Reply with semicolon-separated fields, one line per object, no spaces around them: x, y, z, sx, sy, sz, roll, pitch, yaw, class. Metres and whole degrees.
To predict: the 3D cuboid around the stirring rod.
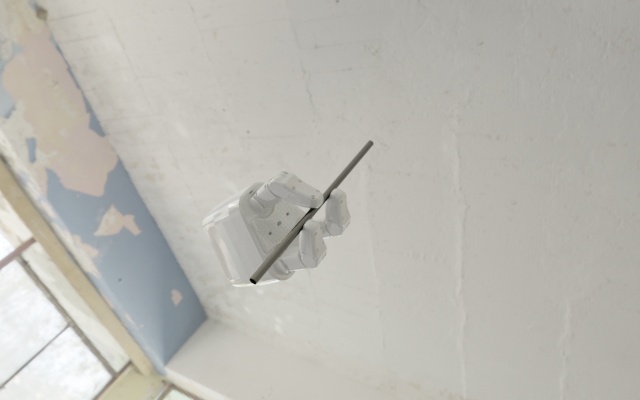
0.000;0.002;0.506;0.011;0.011;0.239;0;36;39;stirring rod
